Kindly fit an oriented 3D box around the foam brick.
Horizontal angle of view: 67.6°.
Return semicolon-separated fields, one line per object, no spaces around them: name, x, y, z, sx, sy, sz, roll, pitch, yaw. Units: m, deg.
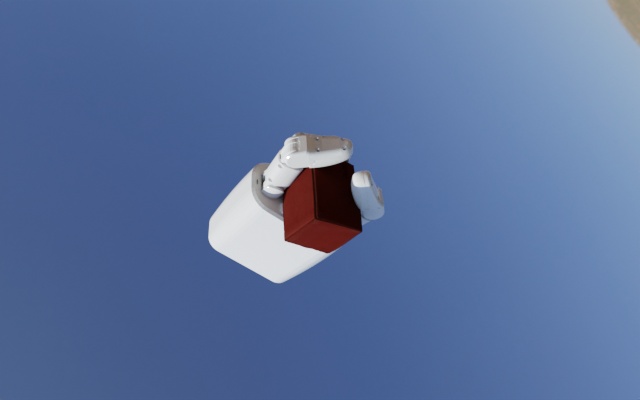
foam brick;0.000;0.002;0.444;0.053;0.078;0.051;20;-41;-32
